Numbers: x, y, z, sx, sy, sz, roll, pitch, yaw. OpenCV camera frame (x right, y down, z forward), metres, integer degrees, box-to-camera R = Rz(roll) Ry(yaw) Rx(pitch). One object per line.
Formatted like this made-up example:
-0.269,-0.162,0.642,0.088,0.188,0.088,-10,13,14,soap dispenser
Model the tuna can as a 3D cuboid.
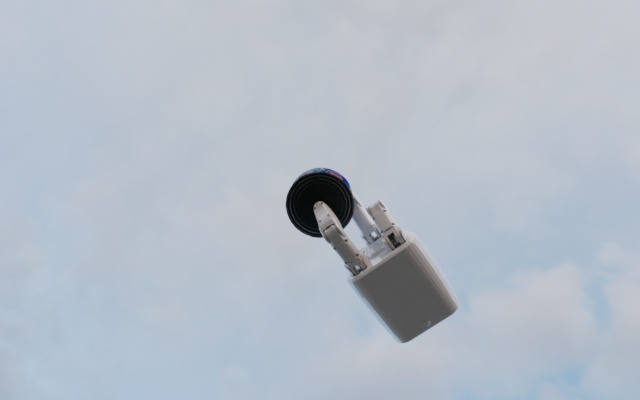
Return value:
0.000,0.002,0.609,0.086,0.086,0.033,0,16,3,tuna can
